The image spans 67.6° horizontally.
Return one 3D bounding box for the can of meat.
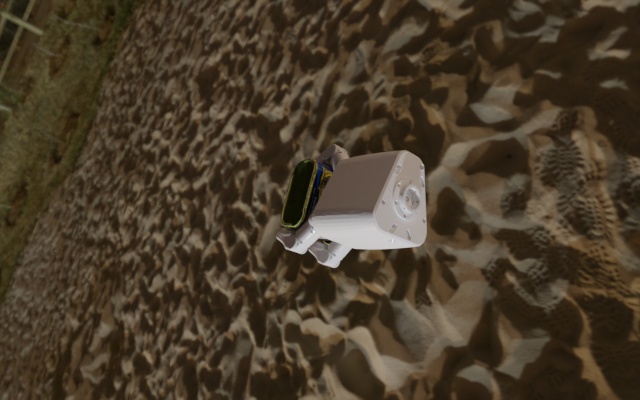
[{"bbox_3d":[0.000,0.002,0.661,0.084,0.102,0.057,23,-15,-36],"label":"can of meat"}]
